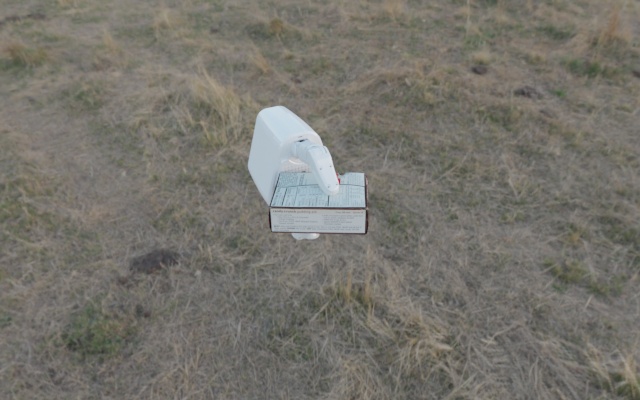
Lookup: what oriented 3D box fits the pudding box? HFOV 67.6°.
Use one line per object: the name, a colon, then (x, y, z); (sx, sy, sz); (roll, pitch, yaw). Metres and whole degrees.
pudding box: (0.000, 0.002, 0.562); (0.113, 0.039, 0.090); (-1, 30, 5)
